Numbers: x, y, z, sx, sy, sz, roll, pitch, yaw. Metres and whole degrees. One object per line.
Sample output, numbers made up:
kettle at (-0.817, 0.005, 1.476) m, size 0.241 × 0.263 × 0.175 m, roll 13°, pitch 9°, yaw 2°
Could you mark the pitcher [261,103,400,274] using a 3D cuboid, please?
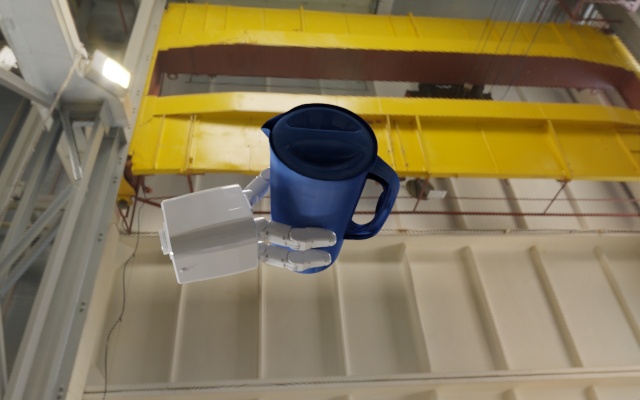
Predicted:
pitcher at (0.000, 0.002, 0.657) m, size 0.145 × 0.149 × 0.243 m, roll -13°, pitch -36°, yaw -18°
